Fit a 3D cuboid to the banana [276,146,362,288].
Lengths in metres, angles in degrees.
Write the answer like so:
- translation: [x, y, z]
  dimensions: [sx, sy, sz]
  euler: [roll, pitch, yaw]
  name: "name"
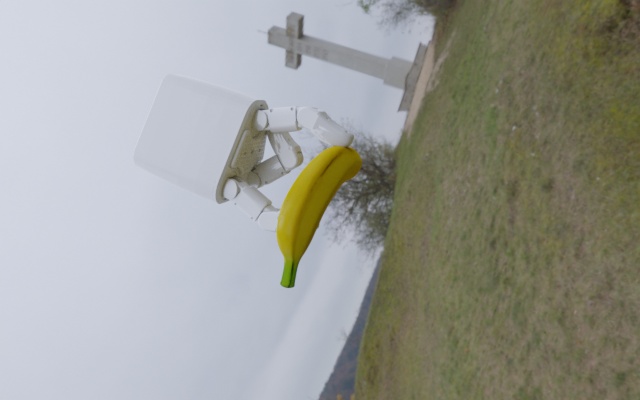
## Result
- translation: [0.002, -0.011, 0.446]
  dimensions: [0.037, 0.070, 0.197]
  euler: [21, 41, 12]
  name: "banana"
